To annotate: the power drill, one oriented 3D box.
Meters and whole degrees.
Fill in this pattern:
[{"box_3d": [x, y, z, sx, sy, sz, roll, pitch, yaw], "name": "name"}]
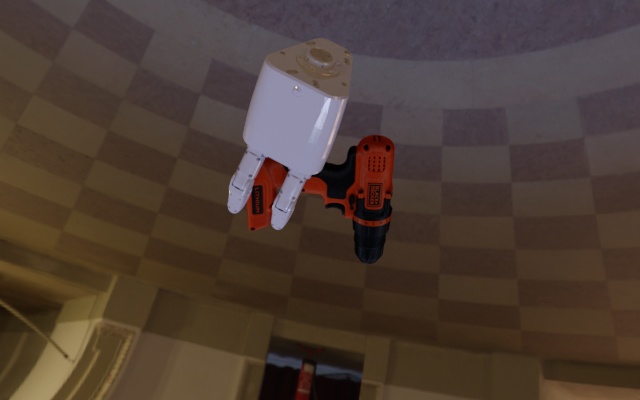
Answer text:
[{"box_3d": [0.000, 0.002, 0.621, 0.187, 0.184, 0.057, 1, 28, 0], "name": "power drill"}]
